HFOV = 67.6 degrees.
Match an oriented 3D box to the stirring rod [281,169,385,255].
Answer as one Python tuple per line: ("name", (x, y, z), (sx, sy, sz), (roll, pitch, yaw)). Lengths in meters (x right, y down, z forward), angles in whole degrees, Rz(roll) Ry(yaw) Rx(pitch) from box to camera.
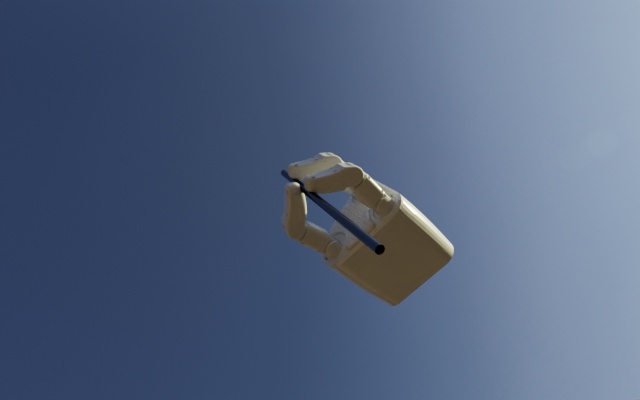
("stirring rod", (0.000, 0.002, 0.447), (0.011, 0.011, 0.239), (0, 16, -22))
